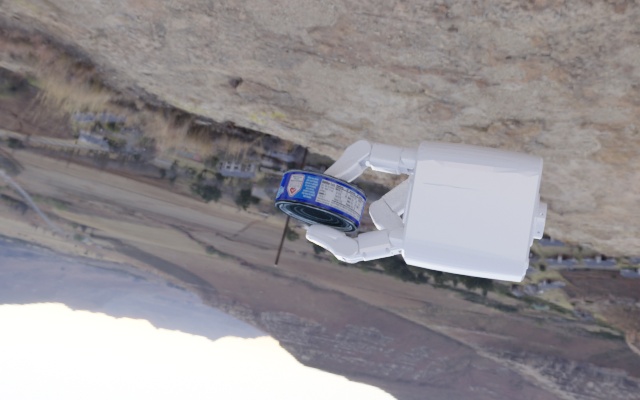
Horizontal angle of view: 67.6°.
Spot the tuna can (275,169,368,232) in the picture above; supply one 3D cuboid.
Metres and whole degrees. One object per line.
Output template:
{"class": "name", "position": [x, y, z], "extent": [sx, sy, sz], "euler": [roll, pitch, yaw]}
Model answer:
{"class": "tuna can", "position": [0.000, 0.002, 0.463], "extent": [0.086, 0.033, 0.086], "euler": [16, -13, 4]}
